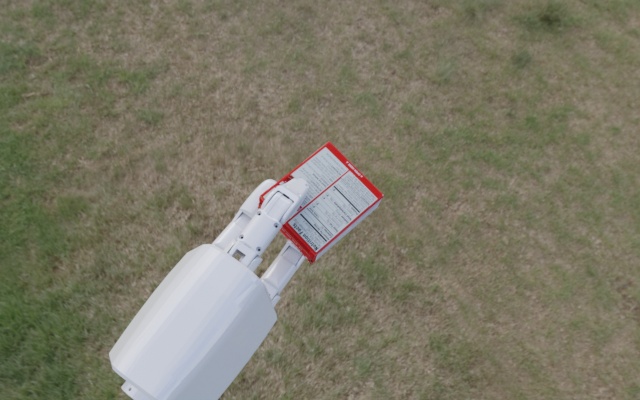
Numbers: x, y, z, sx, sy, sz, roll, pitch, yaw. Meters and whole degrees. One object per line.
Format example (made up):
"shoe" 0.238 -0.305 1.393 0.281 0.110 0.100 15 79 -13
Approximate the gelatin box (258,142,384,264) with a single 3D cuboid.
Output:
"gelatin box" 0.000 0.001 0.431 0.089 0.073 0.030 -40 -13 -19
